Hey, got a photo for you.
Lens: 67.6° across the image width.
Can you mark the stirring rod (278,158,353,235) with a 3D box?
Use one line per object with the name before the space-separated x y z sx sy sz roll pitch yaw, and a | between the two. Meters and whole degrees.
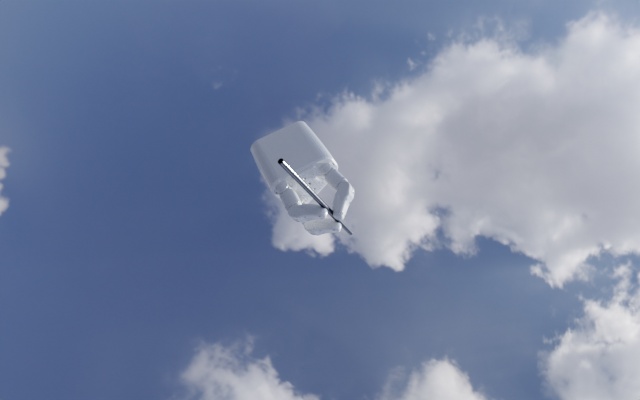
stirring rod | 0.000 0.002 0.687 0.011 0.011 0.240 0 -25 27
